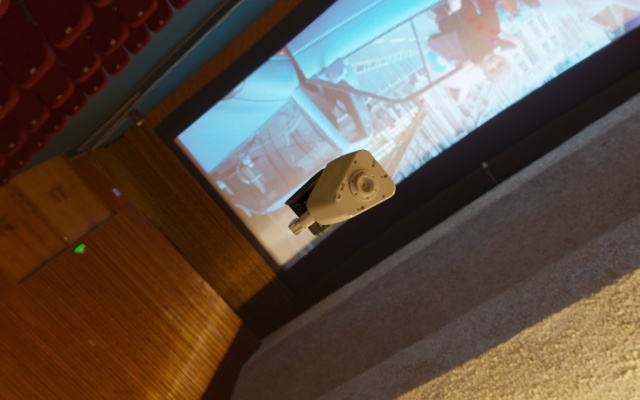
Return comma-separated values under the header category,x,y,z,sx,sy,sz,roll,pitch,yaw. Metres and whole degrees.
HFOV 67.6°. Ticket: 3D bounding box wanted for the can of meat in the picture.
category,x,y,z,sx,sy,sz,roll,pitch,yaw
can of meat,0.000,0.003,0.870,0.102,0.084,0.057,-44,10,-24
